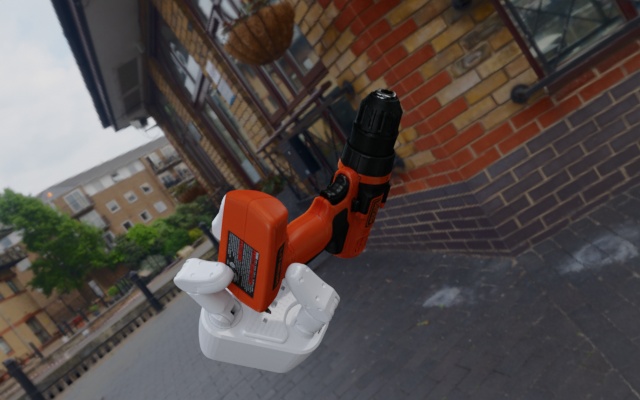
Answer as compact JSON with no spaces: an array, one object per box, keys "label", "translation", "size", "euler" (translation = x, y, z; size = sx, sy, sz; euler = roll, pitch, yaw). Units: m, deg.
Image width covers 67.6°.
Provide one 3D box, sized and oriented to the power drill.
[{"label":"power drill","translation":[0.000,0.002,0.424],"size":[0.057,0.184,0.187],"euler":[31,37,29]}]
